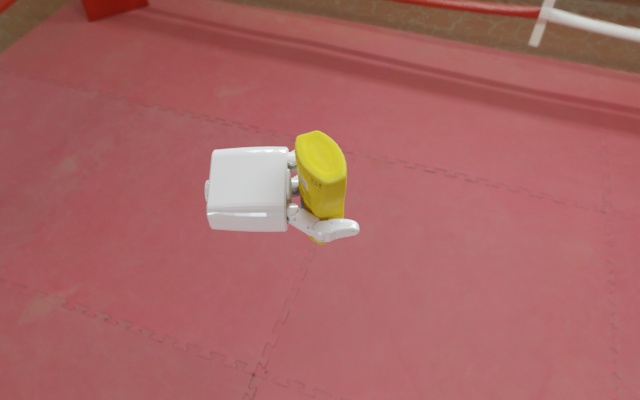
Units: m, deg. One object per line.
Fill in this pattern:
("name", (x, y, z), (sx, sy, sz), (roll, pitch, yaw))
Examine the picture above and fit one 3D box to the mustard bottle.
("mustard bottle", (0.000, 0.002, 0.670), (0.058, 0.096, 0.192), (-20, -37, -15))
